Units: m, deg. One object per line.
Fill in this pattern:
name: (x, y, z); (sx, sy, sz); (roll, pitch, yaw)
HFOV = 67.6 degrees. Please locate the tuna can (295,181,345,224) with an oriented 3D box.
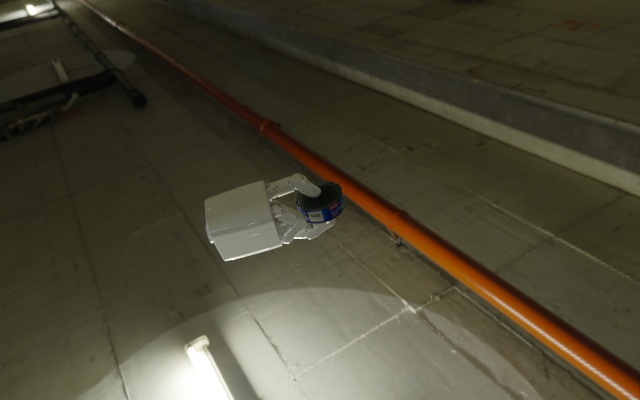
tuna can: (0.000, 0.003, 0.855); (0.086, 0.034, 0.086); (-12, 34, 8)
